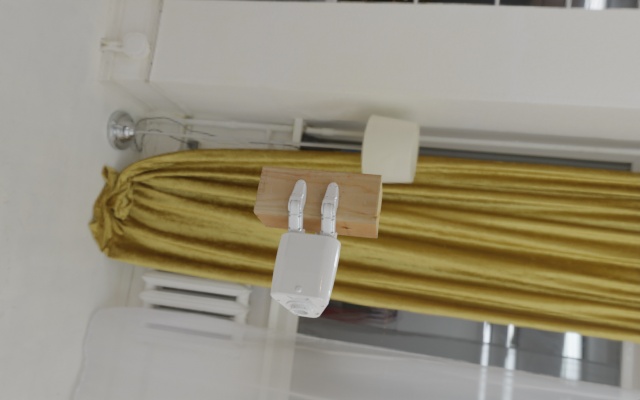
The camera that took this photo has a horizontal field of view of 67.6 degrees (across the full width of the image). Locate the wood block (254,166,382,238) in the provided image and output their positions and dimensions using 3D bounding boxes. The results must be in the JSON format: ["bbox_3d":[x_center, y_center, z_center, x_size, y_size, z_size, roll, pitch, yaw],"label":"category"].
[{"bbox_3d":[0.000,0.003,0.837,0.206,0.090,0.091,5,-19,10],"label":"wood block"}]
